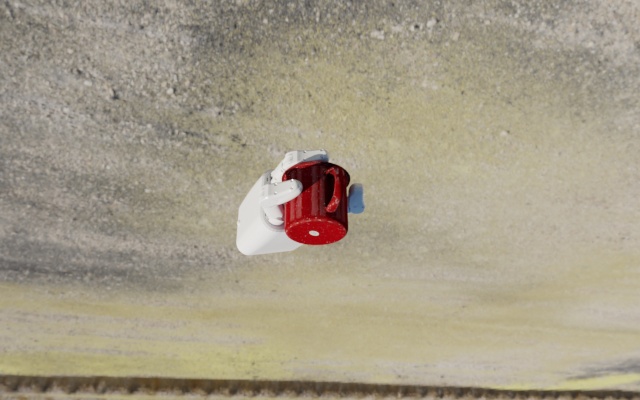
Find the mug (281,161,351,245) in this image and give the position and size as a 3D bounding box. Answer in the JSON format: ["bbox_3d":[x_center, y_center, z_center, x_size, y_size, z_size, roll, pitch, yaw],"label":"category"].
[{"bbox_3d":[0.001,0.002,0.613,0.093,0.081,0.117,14,-32,-25],"label":"mug"}]
